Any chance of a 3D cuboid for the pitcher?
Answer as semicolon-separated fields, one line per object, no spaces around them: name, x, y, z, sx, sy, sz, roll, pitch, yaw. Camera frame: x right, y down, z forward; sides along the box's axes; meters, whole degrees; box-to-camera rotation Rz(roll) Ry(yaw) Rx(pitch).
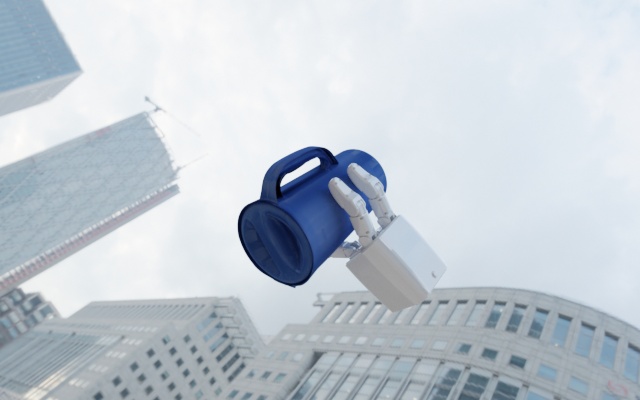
pitcher;0.000;0.003;0.719;0.242;0.145;0.149;-38;-6;-45
